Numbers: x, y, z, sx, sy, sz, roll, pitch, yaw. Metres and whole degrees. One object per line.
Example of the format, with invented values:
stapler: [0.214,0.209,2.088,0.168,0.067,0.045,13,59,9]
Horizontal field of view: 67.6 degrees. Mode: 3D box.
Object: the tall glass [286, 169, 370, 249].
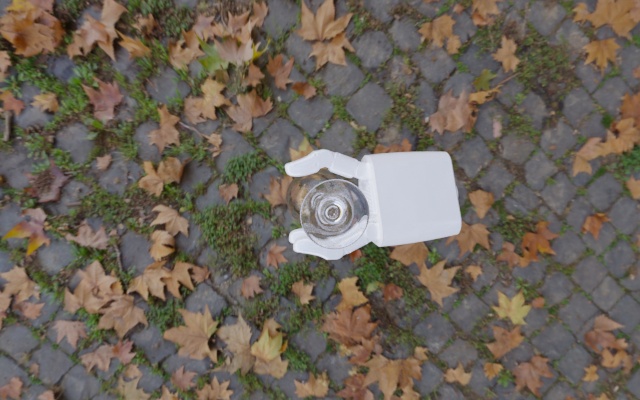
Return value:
tall glass: [0.000,0.002,0.594,0.079,0.079,0.201,0,7,-10]
